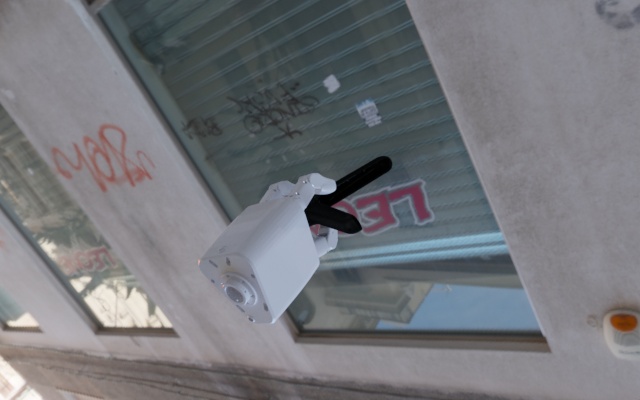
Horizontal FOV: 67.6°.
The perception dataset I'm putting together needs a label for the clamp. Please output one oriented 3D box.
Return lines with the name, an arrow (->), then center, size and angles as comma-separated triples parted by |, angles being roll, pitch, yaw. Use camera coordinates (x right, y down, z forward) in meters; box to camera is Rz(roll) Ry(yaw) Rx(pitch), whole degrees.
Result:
clamp -> 0.000, 0.003, 0.678 | 0.210, 0.036, 0.164 | -12, 27, 39
